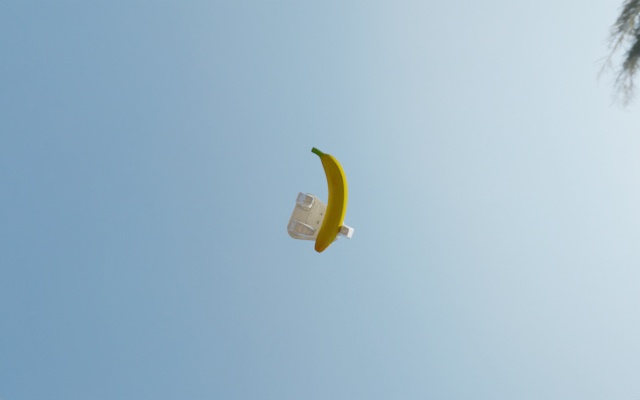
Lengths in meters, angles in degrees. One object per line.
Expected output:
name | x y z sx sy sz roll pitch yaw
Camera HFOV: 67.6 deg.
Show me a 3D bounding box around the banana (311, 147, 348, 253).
banana | 0.018 -0.001 0.903 0.069 0.198 0.037 -2 -1 -8
